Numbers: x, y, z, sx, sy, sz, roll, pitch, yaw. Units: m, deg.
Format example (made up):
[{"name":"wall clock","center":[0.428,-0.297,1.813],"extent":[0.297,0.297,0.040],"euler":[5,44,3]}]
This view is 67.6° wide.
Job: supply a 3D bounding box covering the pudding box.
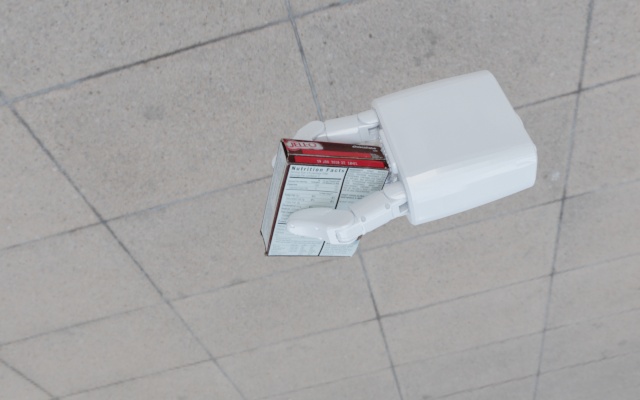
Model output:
[{"name":"pudding box","center":[0.000,0.002,0.424],"extent":[0.090,0.114,0.039],"euler":[3,39,-18]}]
